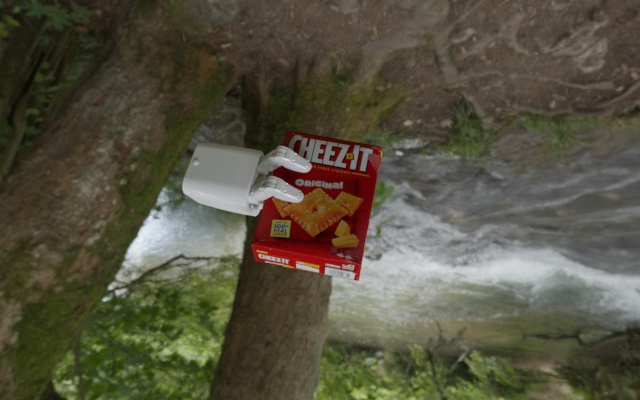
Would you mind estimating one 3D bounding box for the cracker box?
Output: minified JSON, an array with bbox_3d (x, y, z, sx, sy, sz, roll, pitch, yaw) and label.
[{"bbox_3d":[0.000,0.003,0.749,0.164,0.213,0.072,11,-28,5],"label":"cracker box"}]
